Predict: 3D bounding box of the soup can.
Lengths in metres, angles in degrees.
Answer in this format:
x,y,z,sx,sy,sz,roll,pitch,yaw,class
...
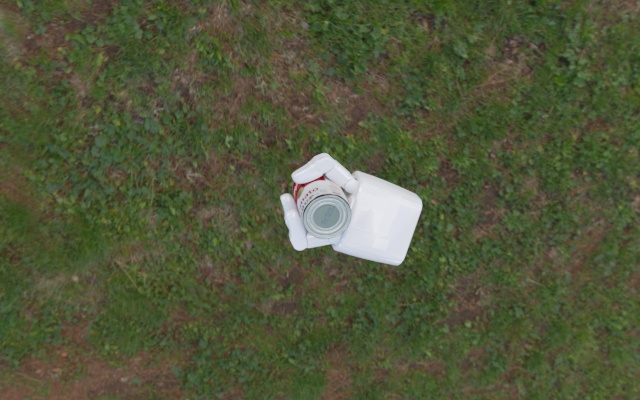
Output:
x,y,z,sx,sy,sz,roll,pitch,yaw,class
0.000,0.002,0.670,0.068,0.068,0.102,0,24,-12,soup can
